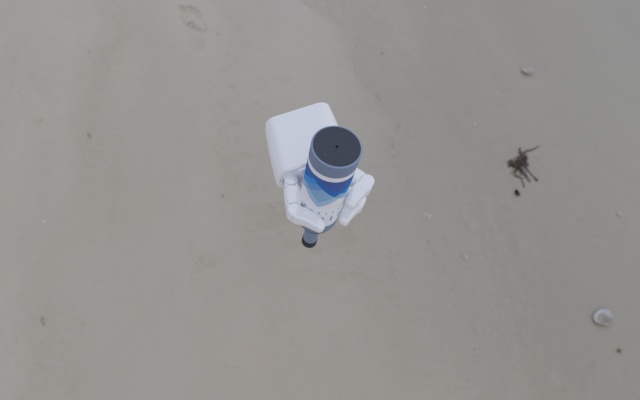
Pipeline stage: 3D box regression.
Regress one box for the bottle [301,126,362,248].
[{"bbox_3d":[0.000,0.002,0.729,0.069,0.069,0.296,0,-29,-9],"label":"bottle"}]
